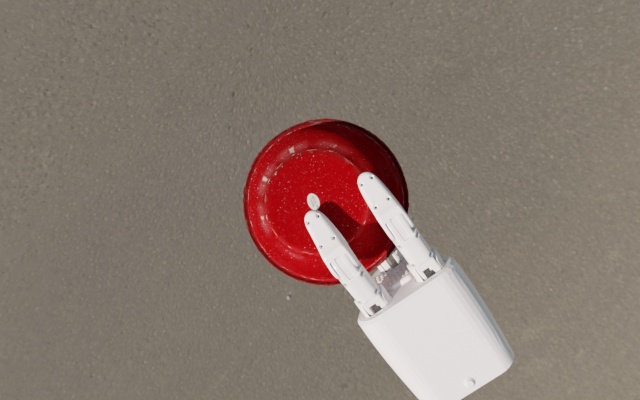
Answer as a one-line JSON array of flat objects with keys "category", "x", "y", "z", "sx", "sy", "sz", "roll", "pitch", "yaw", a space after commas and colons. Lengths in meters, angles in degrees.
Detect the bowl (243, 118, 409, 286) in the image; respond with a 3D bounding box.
[{"category": "bowl", "x": -0.001, "y": 0.001, "z": 0.437, "sx": 0.162, "sy": 0.162, "sz": 0.055, "roll": 0, "pitch": 0, "yaw": 8}]
